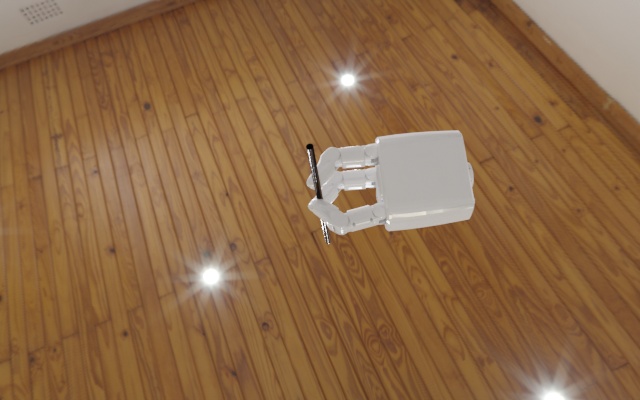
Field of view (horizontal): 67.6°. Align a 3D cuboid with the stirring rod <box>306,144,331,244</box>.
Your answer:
[{"bbox_3d":[0.000,0.002,0.612,0.011,0.011,0.240,0,-30,6],"label":"stirring rod"}]
